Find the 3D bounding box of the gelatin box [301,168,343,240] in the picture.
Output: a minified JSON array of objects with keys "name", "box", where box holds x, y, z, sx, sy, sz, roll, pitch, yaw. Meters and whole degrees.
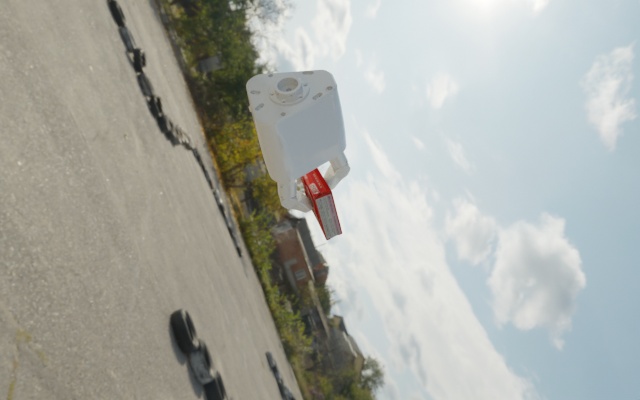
[{"name":"gelatin box","box":[0.001,0.002,0.705,0.030,0.089,0.073,-22,42,-5]}]
